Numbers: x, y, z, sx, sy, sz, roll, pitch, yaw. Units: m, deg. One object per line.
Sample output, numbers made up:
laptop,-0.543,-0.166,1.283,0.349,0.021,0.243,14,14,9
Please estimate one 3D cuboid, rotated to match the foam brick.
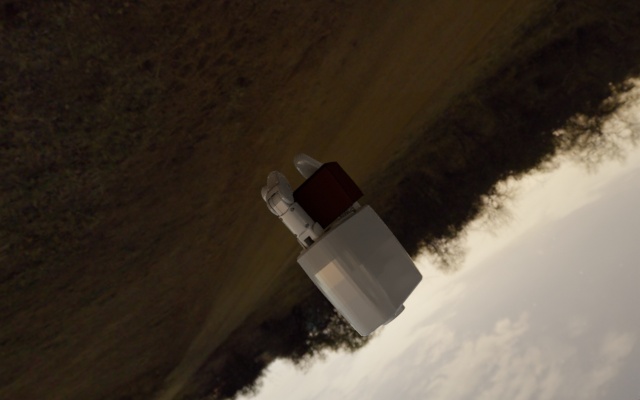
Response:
foam brick,0.000,0.001,0.523,0.078,0.051,0.053,-42,-5,19
